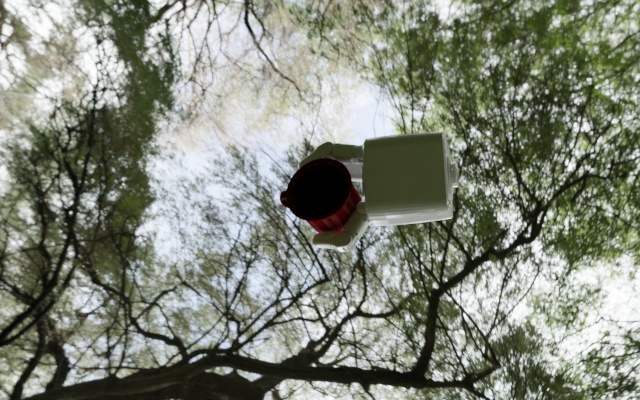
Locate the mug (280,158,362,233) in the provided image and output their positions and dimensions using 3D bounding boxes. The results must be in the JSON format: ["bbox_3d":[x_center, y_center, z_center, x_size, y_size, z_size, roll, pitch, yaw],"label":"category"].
[{"bbox_3d":[-0.001,0.002,0.663,0.117,0.093,0.081,-3,-26,22],"label":"mug"}]
